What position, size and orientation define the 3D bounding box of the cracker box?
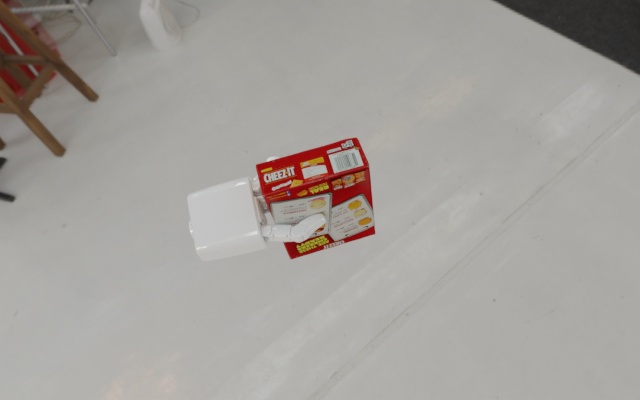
[{"bbox_3d":[0.000,0.003,0.793,0.164,0.072,0.214,-16,-33,-1],"label":"cracker box"}]
